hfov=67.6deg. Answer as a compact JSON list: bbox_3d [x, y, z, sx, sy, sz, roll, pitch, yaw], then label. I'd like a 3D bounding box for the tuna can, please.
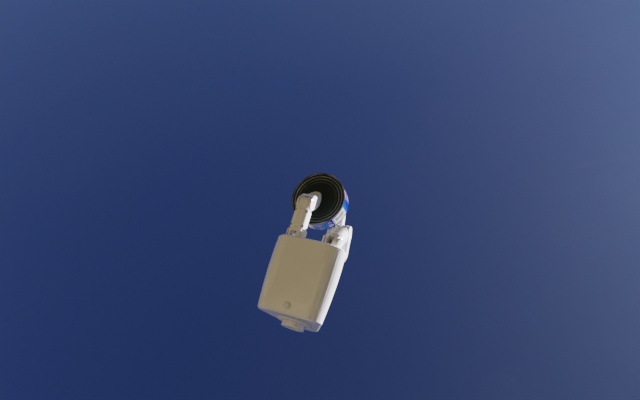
[{"bbox_3d":[0.000,0.003,0.747,0.086,0.086,0.034,0,-23,18],"label":"tuna can"}]
